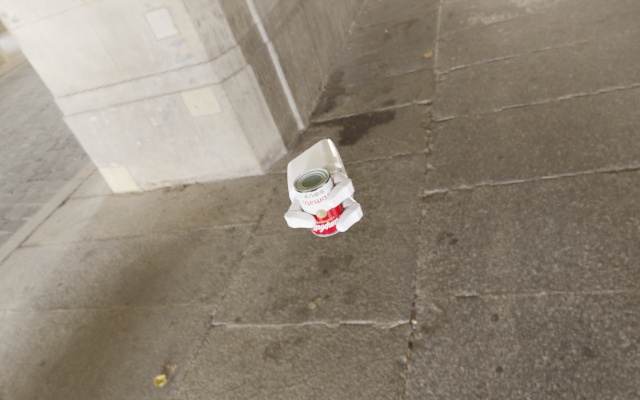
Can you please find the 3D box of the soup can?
[{"bbox_3d":[0.000,0.003,0.832,0.068,0.102,0.068,-15,35,11],"label":"soup can"}]
